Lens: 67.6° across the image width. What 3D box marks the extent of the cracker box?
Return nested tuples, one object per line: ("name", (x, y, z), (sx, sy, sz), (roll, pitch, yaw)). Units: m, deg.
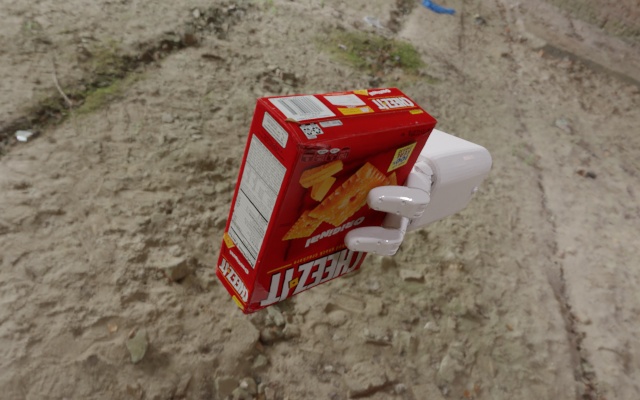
("cracker box", (0.000, 0.001, 0.469), (0.164, 0.214, 0.072), (-14, 49, -38))
